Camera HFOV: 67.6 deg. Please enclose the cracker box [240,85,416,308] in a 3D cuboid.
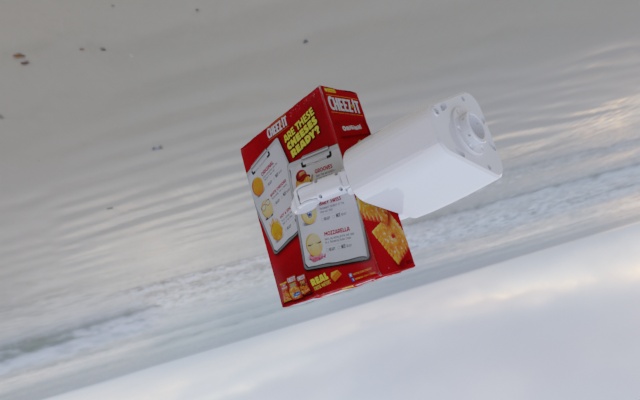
[{"bbox_3d":[0.000,0.002,0.564,0.072,0.213,0.164,-3,-18,-45],"label":"cracker box"}]
